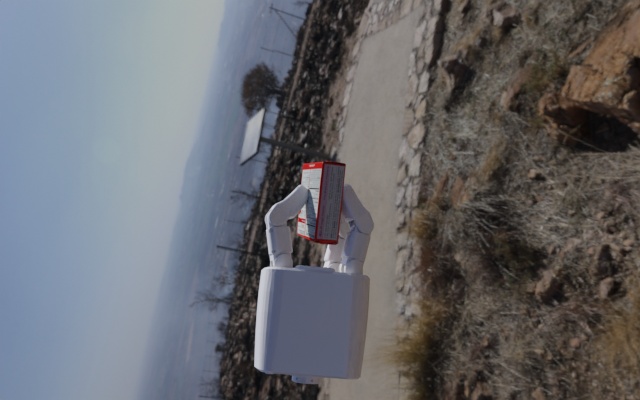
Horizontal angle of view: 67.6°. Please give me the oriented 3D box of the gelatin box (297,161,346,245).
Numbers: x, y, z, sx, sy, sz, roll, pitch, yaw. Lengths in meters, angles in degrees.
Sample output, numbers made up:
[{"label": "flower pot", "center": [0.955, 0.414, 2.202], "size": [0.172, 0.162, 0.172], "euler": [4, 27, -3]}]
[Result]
[{"label": "gelatin box", "center": [0.000, 0.001, 0.539], "size": [0.030, 0.089, 0.073], "euler": [5, 1, -18]}]
